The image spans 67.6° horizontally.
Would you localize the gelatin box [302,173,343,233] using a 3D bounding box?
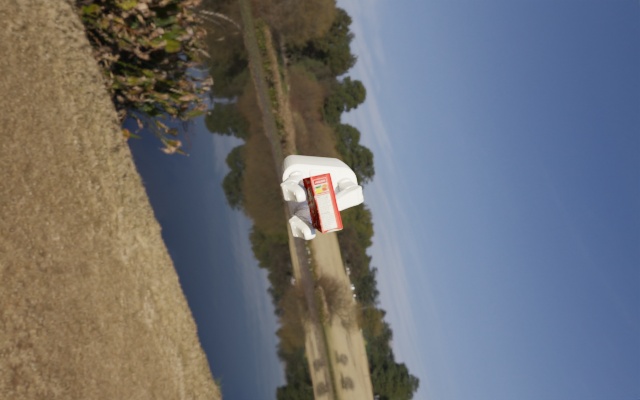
[{"bbox_3d":[0.001,0.002,0.633,0.030,0.073,0.089,-13,4,-9],"label":"gelatin box"}]
